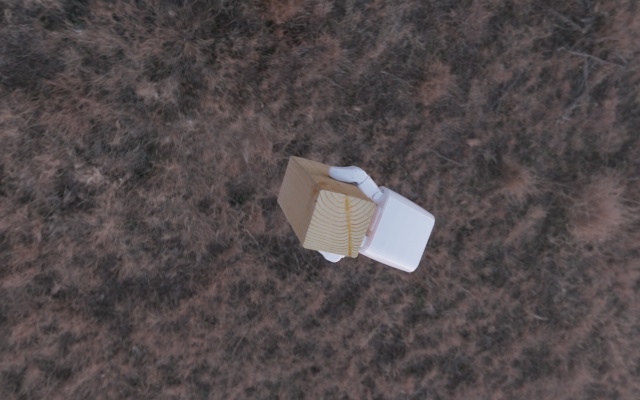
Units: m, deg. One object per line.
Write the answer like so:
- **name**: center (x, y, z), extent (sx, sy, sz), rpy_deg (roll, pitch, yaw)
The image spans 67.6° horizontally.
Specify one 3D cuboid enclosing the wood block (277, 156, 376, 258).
- **wood block**: center (0.001, 0.002, 0.772), extent (0.090, 0.091, 0.206), rpy_deg (14, 14, -20)
